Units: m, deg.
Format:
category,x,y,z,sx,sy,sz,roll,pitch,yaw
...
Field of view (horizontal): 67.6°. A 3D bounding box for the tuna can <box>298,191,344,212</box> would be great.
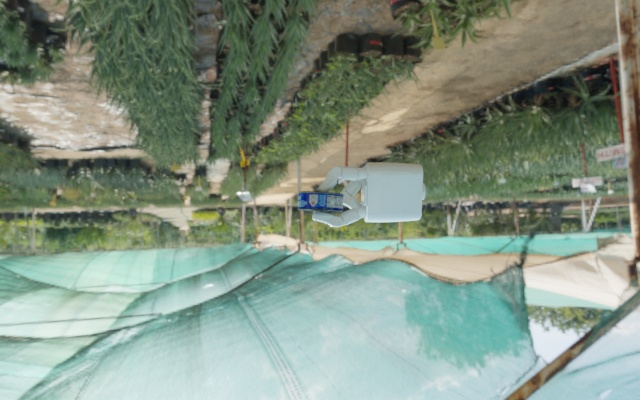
category,x,y,z,sx,sy,sz,roll,pitch,yaw
tuna can,0.000,0.004,0.893,0.086,0.034,0.086,3,-3,0
